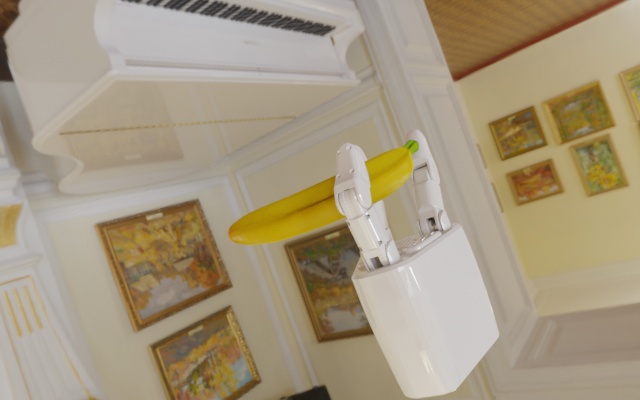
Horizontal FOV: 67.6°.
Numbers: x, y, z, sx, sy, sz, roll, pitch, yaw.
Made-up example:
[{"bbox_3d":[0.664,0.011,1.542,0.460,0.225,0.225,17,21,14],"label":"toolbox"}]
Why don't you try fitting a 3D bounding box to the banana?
[{"bbox_3d":[0.001,0.002,0.420,0.198,0.037,0.069,-24,3,7],"label":"banana"}]
